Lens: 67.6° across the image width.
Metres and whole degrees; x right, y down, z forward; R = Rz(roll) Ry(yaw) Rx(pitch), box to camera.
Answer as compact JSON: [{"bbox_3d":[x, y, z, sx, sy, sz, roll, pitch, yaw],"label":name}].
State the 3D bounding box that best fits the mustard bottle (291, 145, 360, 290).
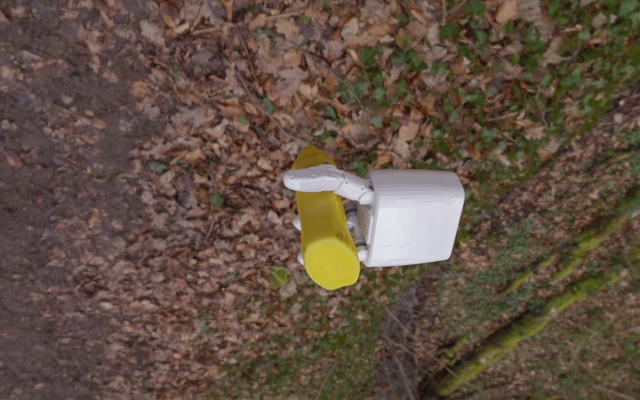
[{"bbox_3d":[0.000,0.002,0.566,0.058,0.191,0.096,-18,-42,8],"label":"mustard bottle"}]
